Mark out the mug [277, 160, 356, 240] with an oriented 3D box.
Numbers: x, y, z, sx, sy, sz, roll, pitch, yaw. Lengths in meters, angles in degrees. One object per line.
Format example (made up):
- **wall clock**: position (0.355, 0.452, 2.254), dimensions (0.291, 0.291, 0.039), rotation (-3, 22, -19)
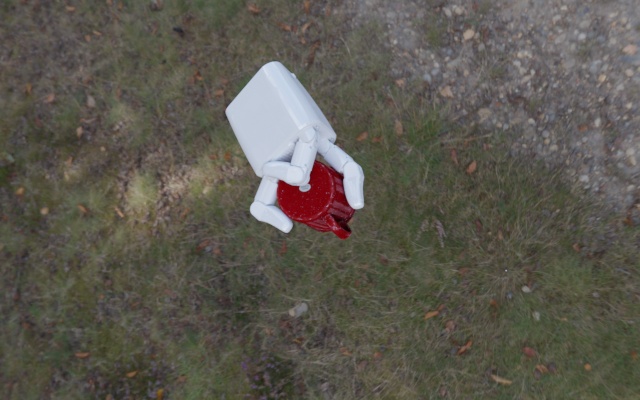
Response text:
- **mug**: position (0.001, 0.003, 0.626), dimensions (0.093, 0.117, 0.081), rotation (-37, -19, 13)
